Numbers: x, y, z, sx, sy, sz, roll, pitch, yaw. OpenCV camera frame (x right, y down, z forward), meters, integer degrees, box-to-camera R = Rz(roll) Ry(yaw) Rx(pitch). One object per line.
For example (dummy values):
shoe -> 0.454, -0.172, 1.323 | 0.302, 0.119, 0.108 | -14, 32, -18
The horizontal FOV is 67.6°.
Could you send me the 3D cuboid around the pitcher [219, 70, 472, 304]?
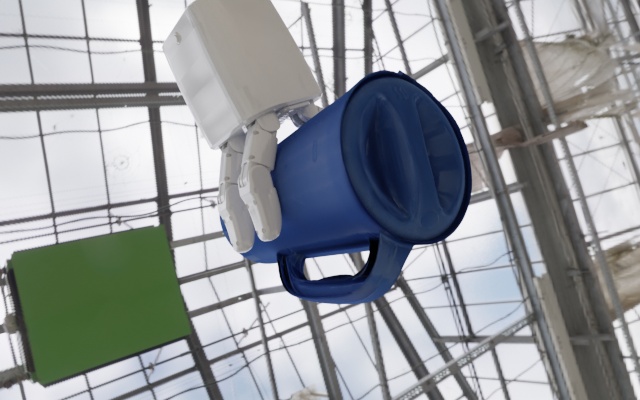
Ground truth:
pitcher -> 0.000, 0.001, 0.434 | 0.149, 0.145, 0.243 | -31, 6, -37
